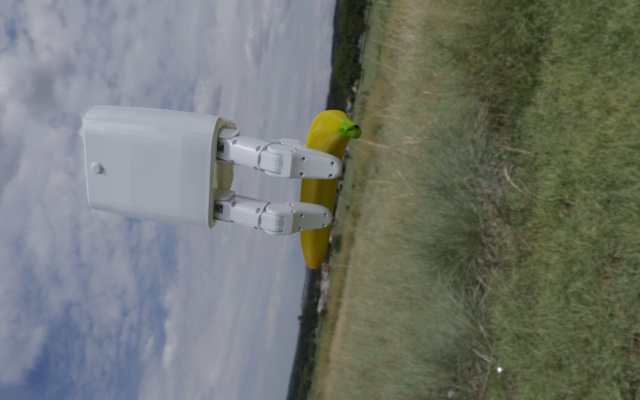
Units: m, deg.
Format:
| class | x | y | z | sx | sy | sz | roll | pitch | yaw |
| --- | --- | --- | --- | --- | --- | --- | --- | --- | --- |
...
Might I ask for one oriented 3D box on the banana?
| class | x | y | z | sx | sy | sz | roll | pitch | yaw |
| --- | --- | --- | --- | --- | --- | --- | --- | --- | --- |
| banana | 0.001 | -0.015 | 0.449 | 0.037 | 0.069 | 0.198 | 5 | -41 | -6 |
